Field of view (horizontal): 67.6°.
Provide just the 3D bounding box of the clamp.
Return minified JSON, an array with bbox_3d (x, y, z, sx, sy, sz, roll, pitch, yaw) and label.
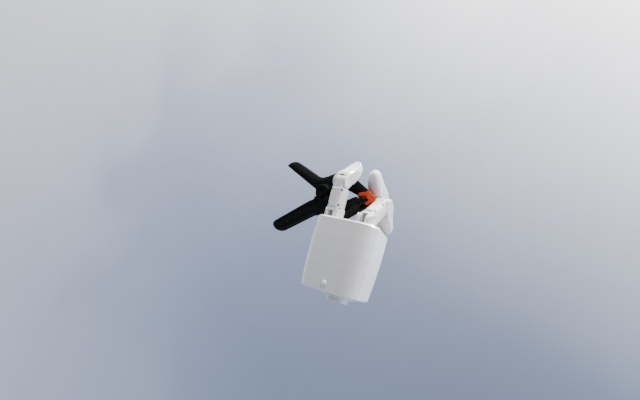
[{"bbox_3d":[0.001,0.003,0.754,0.171,0.120,0.039,11,-11,36],"label":"clamp"}]
